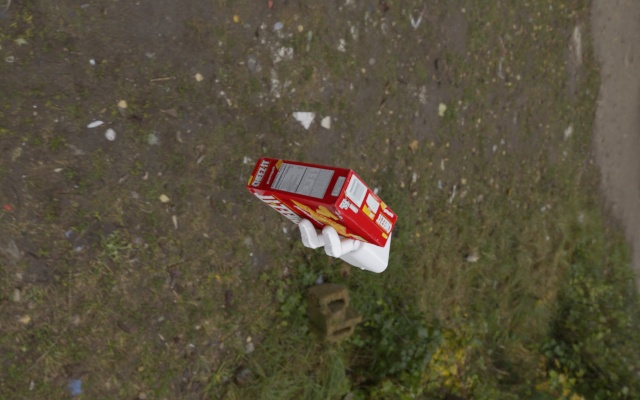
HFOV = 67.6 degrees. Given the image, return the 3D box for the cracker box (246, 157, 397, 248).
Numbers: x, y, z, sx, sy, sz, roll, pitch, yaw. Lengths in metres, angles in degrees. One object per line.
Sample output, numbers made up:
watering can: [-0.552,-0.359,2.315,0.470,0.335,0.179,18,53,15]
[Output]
cracker box: [0.000,0.003,0.827,0.213,0.072,0.164,11,-20,41]
